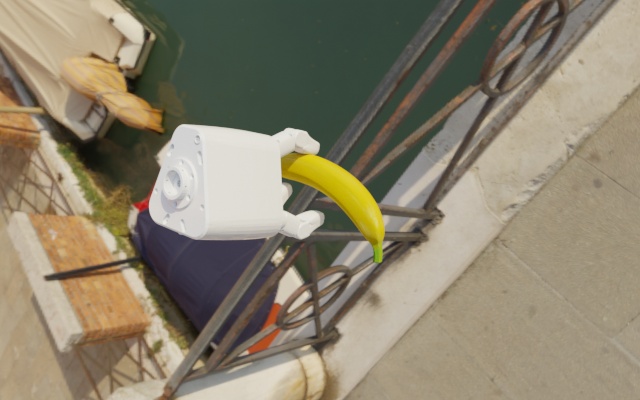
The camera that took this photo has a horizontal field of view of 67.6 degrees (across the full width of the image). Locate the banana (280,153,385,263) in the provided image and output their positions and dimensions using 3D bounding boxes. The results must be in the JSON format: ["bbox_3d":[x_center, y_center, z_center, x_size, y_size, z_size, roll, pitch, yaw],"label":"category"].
[{"bbox_3d":[0.011,-0.011,0.578,0.197,0.070,0.037,43,26,25],"label":"banana"}]
